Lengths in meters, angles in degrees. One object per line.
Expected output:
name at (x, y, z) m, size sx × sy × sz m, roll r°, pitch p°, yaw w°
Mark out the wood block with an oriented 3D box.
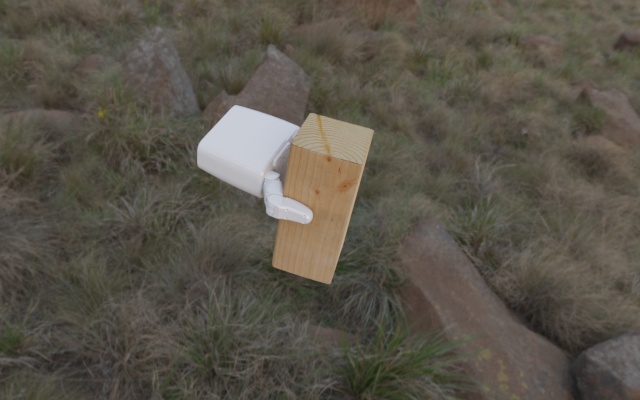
wood block at (0.000, 0.002, 0.647) m, size 0.090 × 0.206 × 0.090 m, roll 17°, pitch 38°, yaw 6°
